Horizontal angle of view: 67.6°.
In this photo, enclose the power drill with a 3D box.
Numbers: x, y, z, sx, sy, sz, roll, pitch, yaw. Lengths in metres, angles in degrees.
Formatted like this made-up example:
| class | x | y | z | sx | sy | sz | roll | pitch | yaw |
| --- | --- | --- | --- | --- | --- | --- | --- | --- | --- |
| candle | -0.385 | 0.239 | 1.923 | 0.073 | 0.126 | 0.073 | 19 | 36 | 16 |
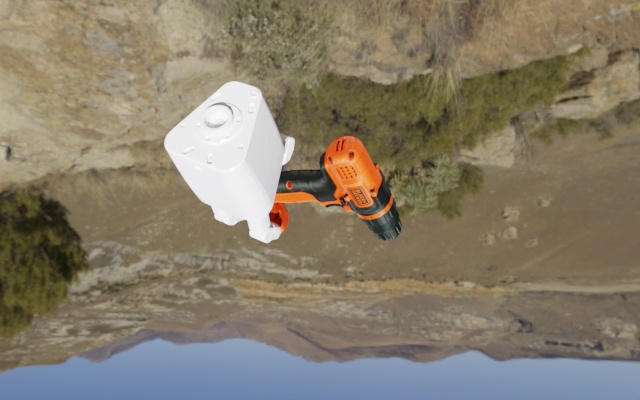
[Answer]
| class | x | y | z | sx | sy | sz | roll | pitch | yaw |
| --- | --- | --- | --- | --- | --- | --- | --- | --- | --- |
| power drill | 0.000 | 0.002 | 0.626 | 0.187 | 0.057 | 0.184 | -11 | -44 | 23 |
